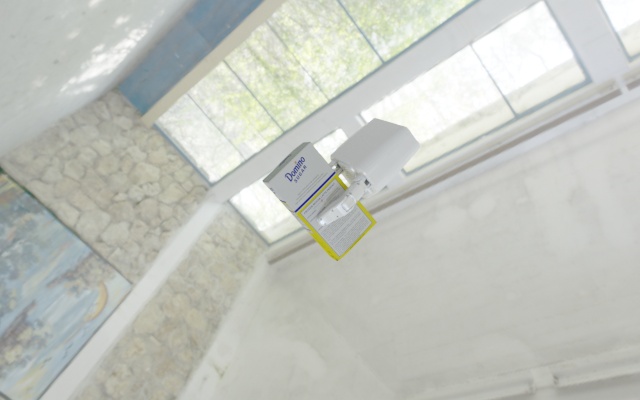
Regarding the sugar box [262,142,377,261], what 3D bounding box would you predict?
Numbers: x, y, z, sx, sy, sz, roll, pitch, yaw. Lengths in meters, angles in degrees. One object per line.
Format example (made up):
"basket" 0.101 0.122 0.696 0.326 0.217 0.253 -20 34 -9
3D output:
"sugar box" 0.000 0.002 0.756 0.093 0.176 0.048 -44 17 -12
